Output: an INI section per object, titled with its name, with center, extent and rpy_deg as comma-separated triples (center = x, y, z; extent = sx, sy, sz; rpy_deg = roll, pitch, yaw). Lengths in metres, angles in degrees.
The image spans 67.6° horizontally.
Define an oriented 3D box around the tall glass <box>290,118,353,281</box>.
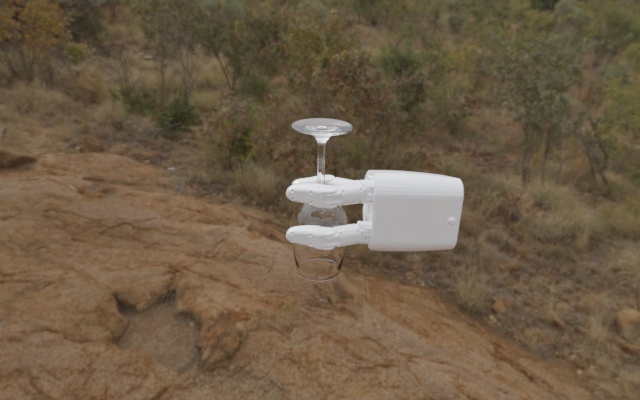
[tall glass]
center = 0.000, 0.001, 0.611
extent = 0.079, 0.201, 0.079
rpy_deg = 2, 23, -1
